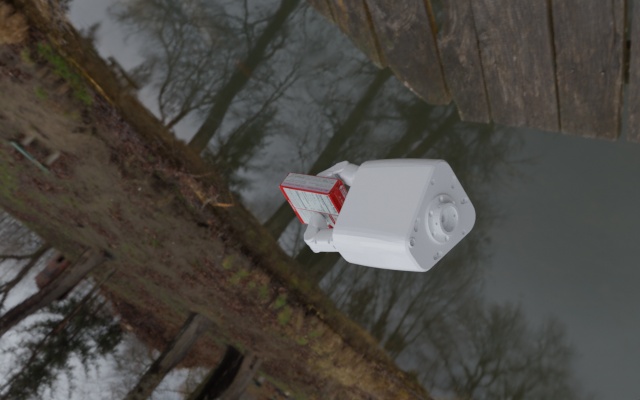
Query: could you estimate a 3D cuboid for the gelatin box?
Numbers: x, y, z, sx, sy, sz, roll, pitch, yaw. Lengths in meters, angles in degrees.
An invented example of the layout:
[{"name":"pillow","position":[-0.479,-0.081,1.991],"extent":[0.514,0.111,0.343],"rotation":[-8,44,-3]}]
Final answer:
[{"name":"gelatin box","position":[0.000,0.002,0.612],"extent":[0.089,0.030,0.073],"rotation":[9,-37,39]}]
